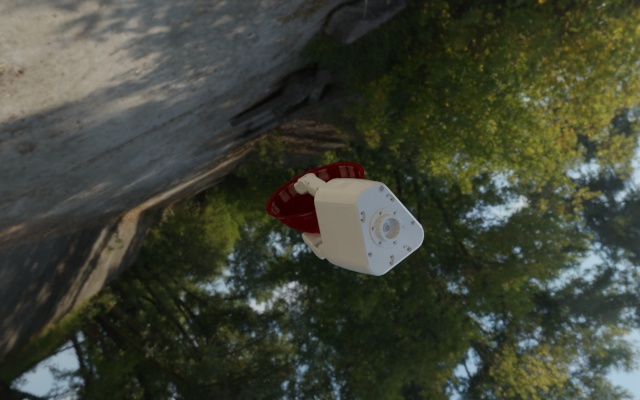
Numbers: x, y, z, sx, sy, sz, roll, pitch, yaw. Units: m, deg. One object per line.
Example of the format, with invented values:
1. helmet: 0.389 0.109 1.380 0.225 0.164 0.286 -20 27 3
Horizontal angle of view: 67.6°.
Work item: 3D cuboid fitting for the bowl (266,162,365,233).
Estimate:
1. bowl: 0.000 0.002 0.740 0.162 0.055 0.162 -19 24 9
